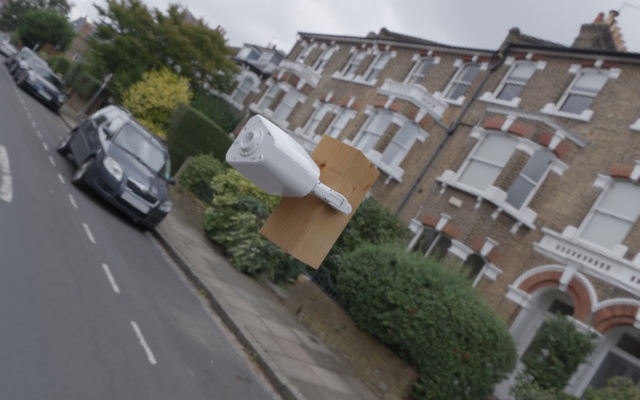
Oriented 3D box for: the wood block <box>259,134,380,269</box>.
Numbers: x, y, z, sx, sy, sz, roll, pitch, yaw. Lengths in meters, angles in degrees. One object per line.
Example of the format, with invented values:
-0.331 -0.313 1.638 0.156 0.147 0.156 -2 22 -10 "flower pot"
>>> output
0.000 0.003 0.832 0.090 0.206 0.090 31 -4 37 "wood block"
